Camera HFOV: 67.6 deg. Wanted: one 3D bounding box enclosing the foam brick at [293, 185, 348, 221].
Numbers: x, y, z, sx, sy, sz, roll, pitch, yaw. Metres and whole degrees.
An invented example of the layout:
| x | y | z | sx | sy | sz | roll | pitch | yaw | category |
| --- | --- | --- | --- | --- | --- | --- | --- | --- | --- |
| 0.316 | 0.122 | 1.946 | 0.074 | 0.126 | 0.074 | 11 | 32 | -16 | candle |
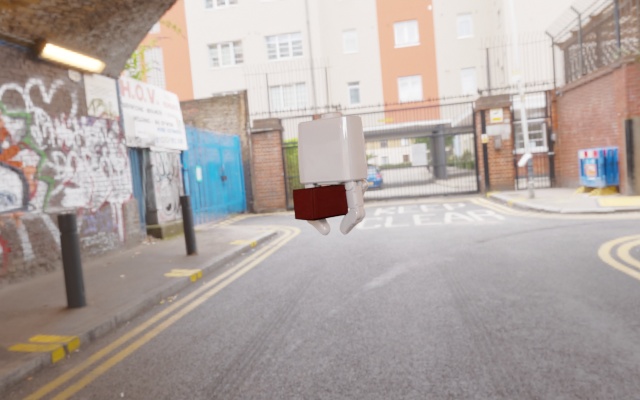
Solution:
| x | y | z | sx | sy | sz | roll | pitch | yaw | category |
| --- | --- | --- | --- | --- | --- | --- | --- | --- | --- |
| 0.000 | 0.003 | 0.789 | 0.078 | 0.051 | 0.053 | -9 | 6 | -41 | foam brick |
